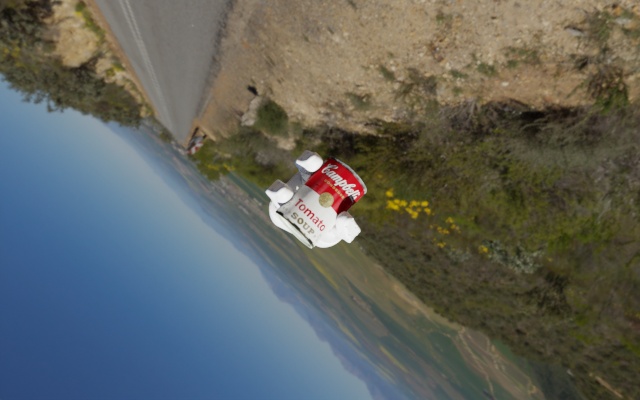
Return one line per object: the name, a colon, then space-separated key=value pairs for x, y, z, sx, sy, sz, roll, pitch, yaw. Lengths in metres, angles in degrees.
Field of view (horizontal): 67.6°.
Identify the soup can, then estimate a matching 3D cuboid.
soup can: x=0.000 y=0.002 z=0.610 sx=0.068 sy=0.102 sz=0.068 roll=42 pitch=-11 yaw=10
